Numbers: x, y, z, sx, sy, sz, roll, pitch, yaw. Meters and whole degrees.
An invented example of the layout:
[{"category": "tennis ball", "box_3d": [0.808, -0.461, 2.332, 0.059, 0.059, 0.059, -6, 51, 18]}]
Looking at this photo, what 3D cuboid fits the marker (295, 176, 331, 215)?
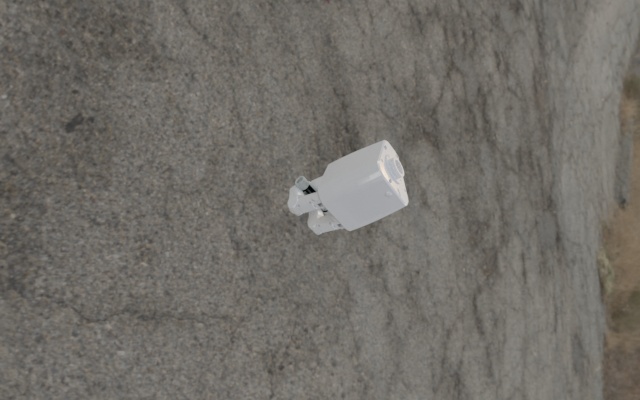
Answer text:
[{"category": "marker", "box_3d": [0.000, 0.003, 0.809, 0.020, 0.020, 0.121, 0, -36, 45]}]
